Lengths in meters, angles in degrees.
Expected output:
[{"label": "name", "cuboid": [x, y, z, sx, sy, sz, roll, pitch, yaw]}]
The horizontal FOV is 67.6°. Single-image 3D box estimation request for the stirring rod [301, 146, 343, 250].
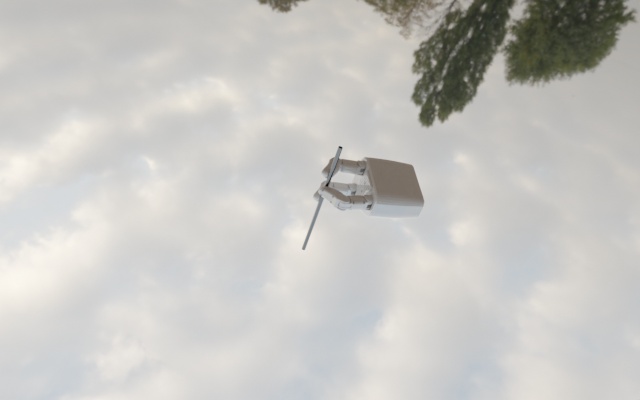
[{"label": "stirring rod", "cuboid": [0.000, 0.003, 0.879, 0.011, 0.240, 0.011, 13, 35, -10]}]
